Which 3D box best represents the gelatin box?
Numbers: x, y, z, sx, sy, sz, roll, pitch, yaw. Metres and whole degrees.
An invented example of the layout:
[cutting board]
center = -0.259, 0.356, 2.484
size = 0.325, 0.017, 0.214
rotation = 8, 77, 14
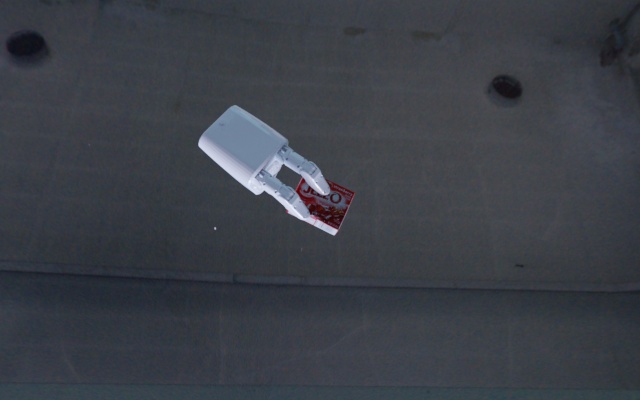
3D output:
[gelatin box]
center = 0.000, 0.003, 0.764
size = 0.089, 0.073, 0.030
rotation = 26, -26, -1
